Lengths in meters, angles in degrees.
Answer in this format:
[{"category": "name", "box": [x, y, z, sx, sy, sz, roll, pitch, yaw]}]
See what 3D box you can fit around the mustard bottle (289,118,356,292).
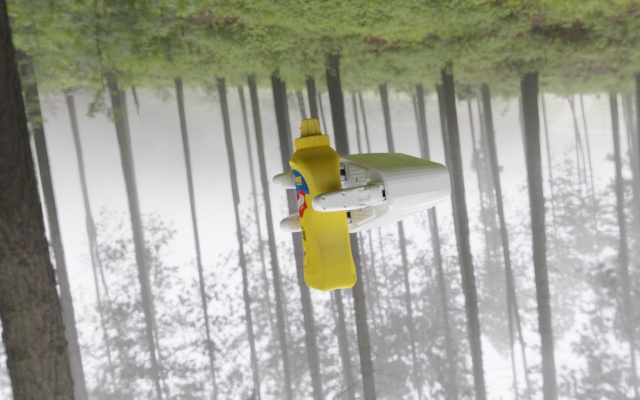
[{"category": "mustard bottle", "box": [0.000, 0.002, 0.551, 0.058, 0.191, 0.096, -8, 3, -9]}]
